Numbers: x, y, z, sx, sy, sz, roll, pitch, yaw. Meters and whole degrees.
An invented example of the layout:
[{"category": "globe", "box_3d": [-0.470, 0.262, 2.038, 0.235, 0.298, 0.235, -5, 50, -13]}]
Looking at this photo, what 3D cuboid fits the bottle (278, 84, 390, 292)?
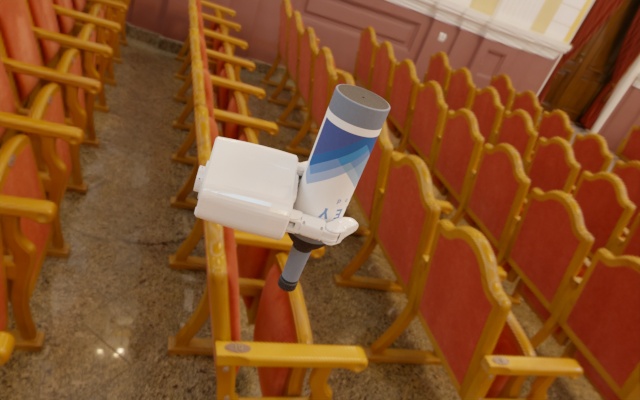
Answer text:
[{"category": "bottle", "box_3d": [0.000, 0.002, 0.610, 0.069, 0.296, 0.069, 17, 30, -10]}]
